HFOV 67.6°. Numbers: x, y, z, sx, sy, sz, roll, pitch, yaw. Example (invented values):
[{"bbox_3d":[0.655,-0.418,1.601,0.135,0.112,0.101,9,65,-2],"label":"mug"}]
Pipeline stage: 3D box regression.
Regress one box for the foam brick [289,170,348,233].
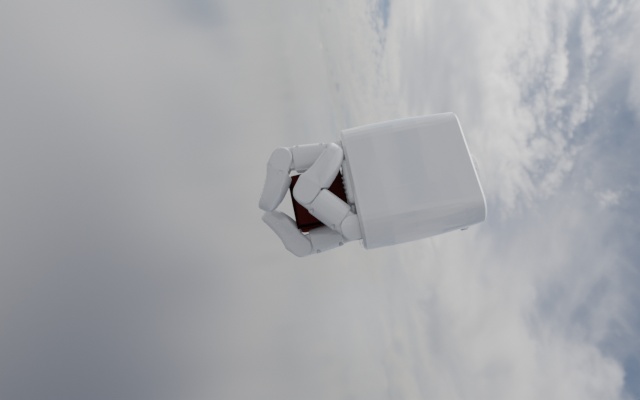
[{"bbox_3d":[0.000,0.002,0.484,0.051,0.053,0.078,-12,-6,1],"label":"foam brick"}]
